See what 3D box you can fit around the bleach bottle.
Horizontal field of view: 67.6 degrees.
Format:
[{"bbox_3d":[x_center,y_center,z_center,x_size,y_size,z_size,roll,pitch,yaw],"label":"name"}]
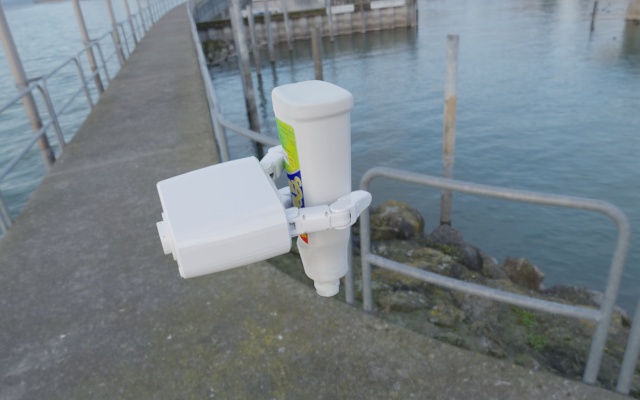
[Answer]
[{"bbox_3d":[0.000,0.002,0.531,0.068,0.251,0.102,-14,27,-16],"label":"bleach bottle"}]
